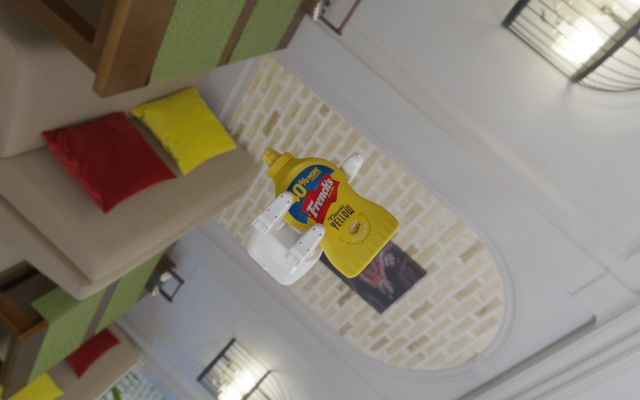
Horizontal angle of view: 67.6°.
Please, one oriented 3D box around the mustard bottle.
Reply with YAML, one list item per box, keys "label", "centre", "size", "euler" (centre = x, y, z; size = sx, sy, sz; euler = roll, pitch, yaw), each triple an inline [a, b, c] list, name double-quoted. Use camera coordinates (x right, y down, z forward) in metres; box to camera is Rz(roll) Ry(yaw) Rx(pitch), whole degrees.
- label: "mustard bottle"
  centre: [0.000, 0.002, 0.610]
  size: [0.191, 0.096, 0.058]
  euler: [42, -9, 5]
